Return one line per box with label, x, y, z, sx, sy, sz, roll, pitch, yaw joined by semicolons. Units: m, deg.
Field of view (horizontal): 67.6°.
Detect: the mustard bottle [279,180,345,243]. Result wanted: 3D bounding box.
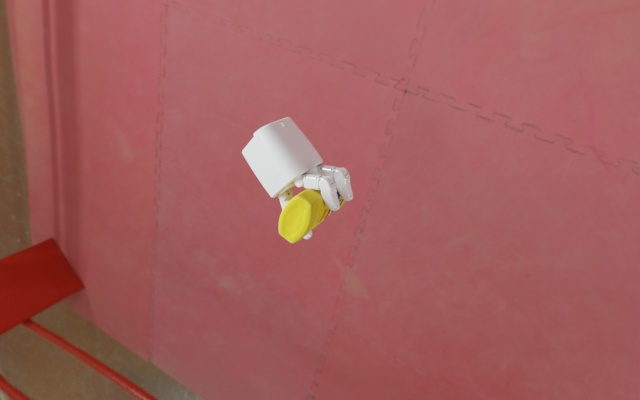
mustard bottle;0.000;0.003;0.887;0.058;0.096;0.191;35;33;14
